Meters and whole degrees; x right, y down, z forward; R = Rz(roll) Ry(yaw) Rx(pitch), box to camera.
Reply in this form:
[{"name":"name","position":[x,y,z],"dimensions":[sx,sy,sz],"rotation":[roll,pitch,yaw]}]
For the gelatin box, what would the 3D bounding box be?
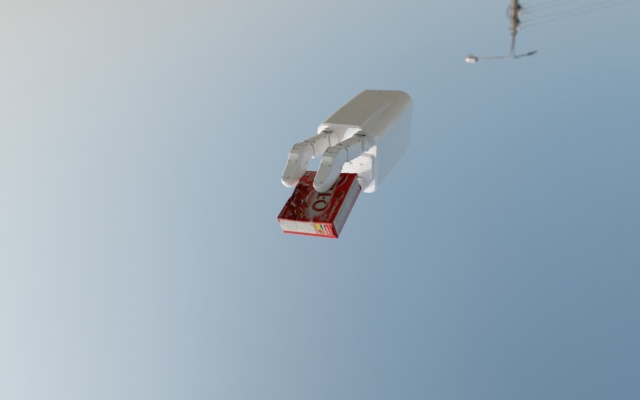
[{"name":"gelatin box","position":[0.000,0.002,0.575],"dimensions":[0.073,0.030,0.089],"rotation":[5,46,27]}]
